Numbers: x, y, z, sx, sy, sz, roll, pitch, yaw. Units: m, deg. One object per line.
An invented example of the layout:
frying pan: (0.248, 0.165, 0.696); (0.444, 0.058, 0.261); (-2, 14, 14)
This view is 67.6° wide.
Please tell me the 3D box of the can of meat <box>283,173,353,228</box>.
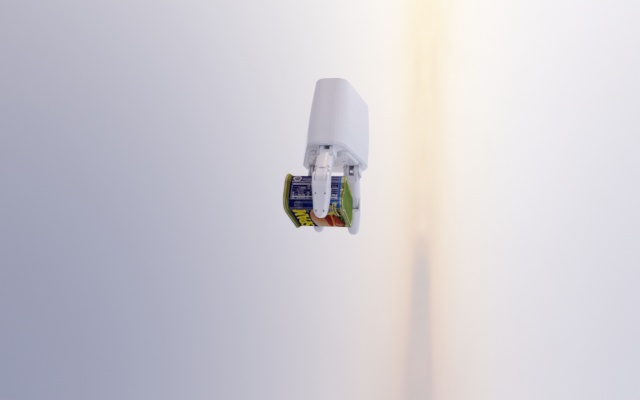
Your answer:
can of meat: (0.000, 0.002, 0.685); (0.084, 0.057, 0.102); (1, -22, 12)
